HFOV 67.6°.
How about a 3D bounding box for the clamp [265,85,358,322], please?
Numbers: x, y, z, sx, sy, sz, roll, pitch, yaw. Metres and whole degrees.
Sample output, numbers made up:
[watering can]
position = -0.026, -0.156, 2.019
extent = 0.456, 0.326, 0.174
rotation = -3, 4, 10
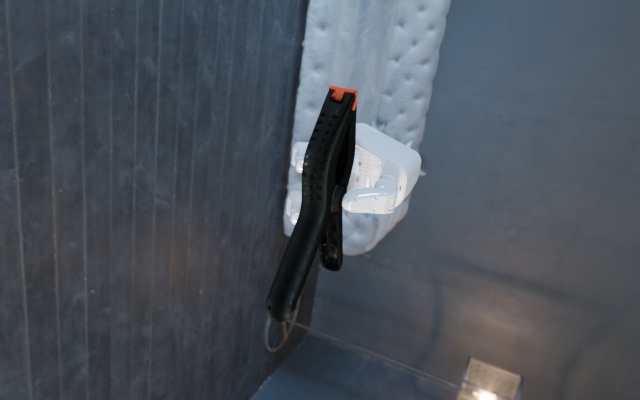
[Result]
[clamp]
position = 0.001, 0.001, 0.448
extent = 0.036, 0.210, 0.164
rotation = 14, 20, 16
